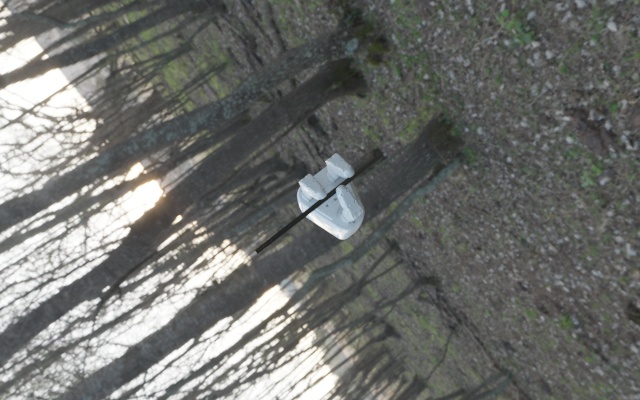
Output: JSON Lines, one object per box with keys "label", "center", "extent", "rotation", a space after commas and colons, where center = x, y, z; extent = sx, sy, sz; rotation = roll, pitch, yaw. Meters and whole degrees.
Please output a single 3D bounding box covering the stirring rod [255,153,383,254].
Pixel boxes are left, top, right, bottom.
{"label": "stirring rod", "center": [0.000, 0.002, 0.715], "extent": [0.239, 0.011, 0.011], "rotation": [-38, 7, -9]}
